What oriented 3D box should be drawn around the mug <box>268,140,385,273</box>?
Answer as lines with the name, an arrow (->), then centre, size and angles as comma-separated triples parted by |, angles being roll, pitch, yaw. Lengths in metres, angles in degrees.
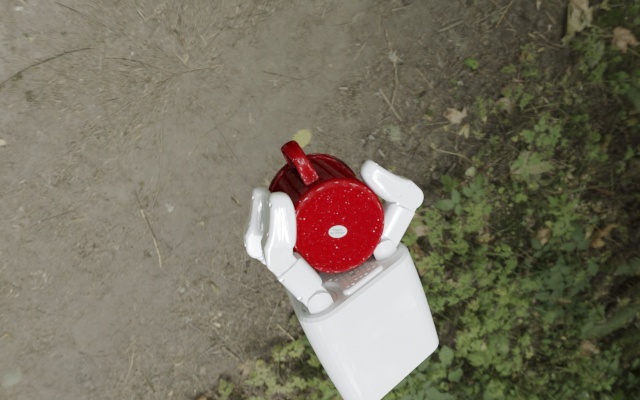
mug -> 0.000, 0.000, 0.411 | 0.093, 0.117, 0.081 | -27, 21, -7
